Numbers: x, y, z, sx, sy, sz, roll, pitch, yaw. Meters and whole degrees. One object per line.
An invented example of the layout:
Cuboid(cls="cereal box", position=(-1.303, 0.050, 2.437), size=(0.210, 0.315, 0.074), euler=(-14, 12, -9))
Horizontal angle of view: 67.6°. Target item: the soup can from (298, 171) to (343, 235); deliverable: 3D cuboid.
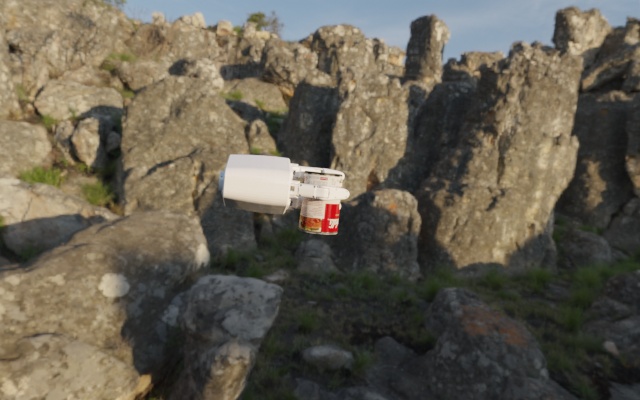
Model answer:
Cuboid(cls="soup can", position=(0.001, 0.002, 0.818), size=(0.068, 0.102, 0.068), euler=(6, 4, 0))
